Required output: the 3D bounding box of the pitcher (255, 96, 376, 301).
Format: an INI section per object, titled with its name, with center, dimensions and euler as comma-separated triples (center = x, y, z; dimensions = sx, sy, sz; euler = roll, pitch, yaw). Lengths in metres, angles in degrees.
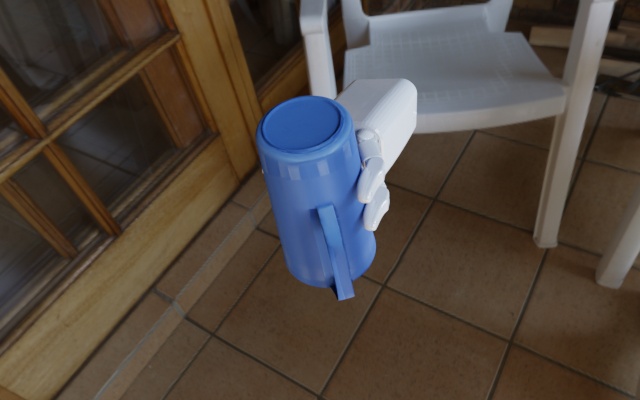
[pitcher]
center = 0.000, 0.002, 0.595
dimensions = 0.149, 0.145, 0.243
euler = 22, -33, 26
